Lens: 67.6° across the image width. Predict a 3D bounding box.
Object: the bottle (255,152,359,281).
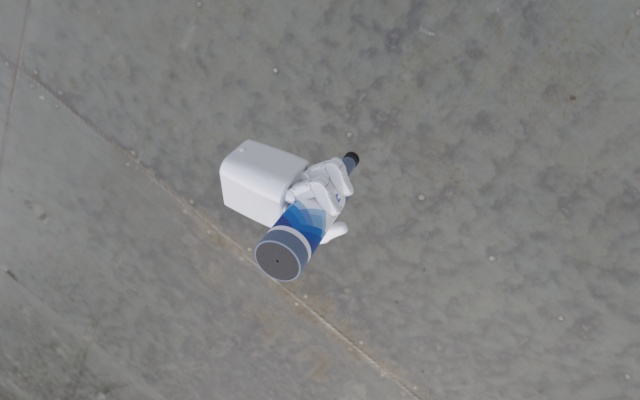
[{"bbox_3d":[0.000,0.003,0.723,0.069,0.069,0.295,0,31,26],"label":"bottle"}]
